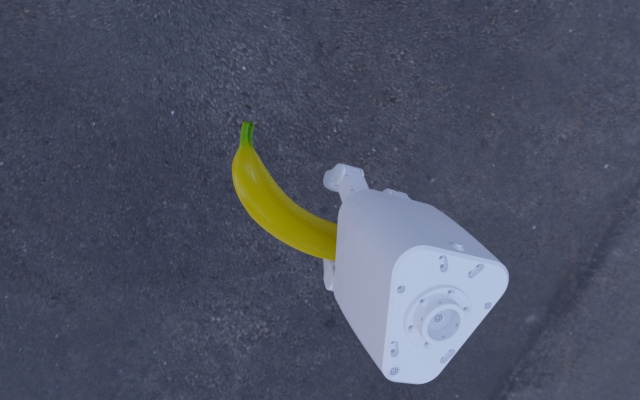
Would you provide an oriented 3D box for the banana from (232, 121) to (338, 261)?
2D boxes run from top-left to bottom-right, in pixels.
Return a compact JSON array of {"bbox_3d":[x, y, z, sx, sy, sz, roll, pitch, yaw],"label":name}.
[{"bbox_3d":[-0.015,0.014,0.456,0.198,0.069,0.037,40,2,-21],"label":"banana"}]
